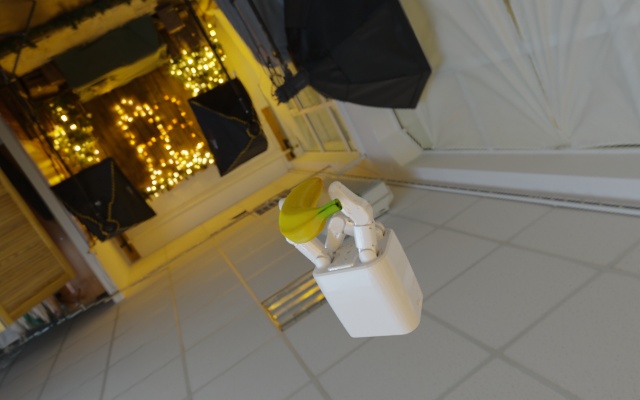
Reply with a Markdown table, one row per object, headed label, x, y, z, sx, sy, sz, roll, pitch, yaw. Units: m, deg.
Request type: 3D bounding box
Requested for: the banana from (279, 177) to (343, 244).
| label | x | y | z | sx | sy | sz | roll | pitch | yaw |
| --- | --- | --- | --- | --- | --- | --- | --- | --- | --- |
| banana | -0.016 | 0.011 | 0.539 | 0.069 | 0.037 | 0.197 | -28 | 13 | -1 |
